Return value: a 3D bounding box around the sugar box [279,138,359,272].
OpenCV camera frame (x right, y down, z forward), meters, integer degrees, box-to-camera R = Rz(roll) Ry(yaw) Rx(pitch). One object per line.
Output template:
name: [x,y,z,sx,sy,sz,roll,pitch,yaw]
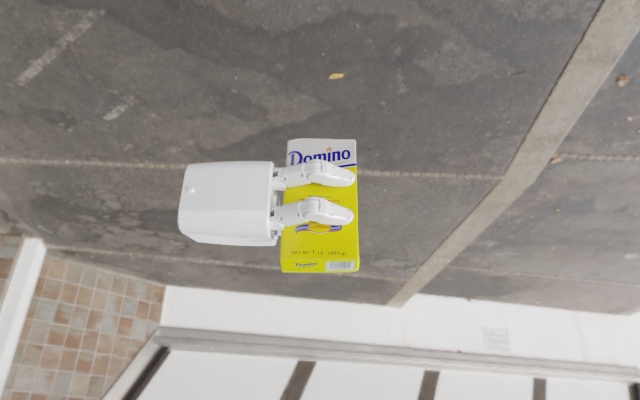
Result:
sugar box: [0.000,0.002,0.598,0.093,0.176,0.048,0,-29,0]
